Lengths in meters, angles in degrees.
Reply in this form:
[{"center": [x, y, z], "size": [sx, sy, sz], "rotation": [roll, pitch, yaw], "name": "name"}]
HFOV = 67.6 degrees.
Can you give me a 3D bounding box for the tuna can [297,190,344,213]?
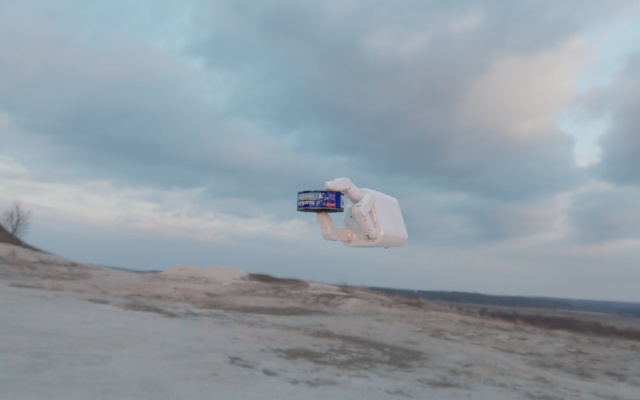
[{"center": [0.000, 0.002, 0.861], "size": [0.086, 0.033, 0.086], "rotation": [1, -6, 0], "name": "tuna can"}]
